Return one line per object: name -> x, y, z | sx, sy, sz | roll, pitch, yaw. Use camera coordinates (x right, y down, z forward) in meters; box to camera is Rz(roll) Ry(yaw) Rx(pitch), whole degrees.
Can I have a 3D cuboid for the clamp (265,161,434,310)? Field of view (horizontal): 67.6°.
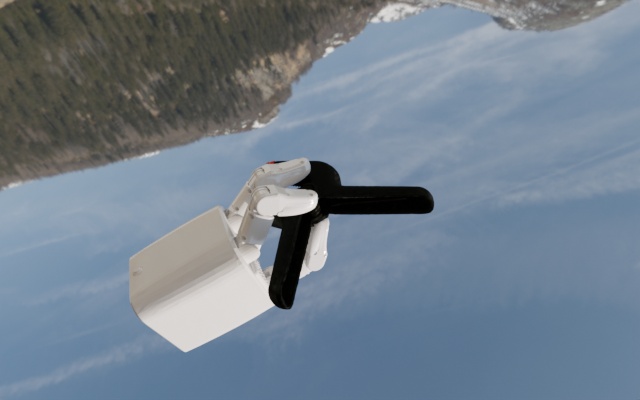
clamp -> 0.000, 0.002, 0.475 | 0.164, 0.036, 0.210 | -28, 33, -6
